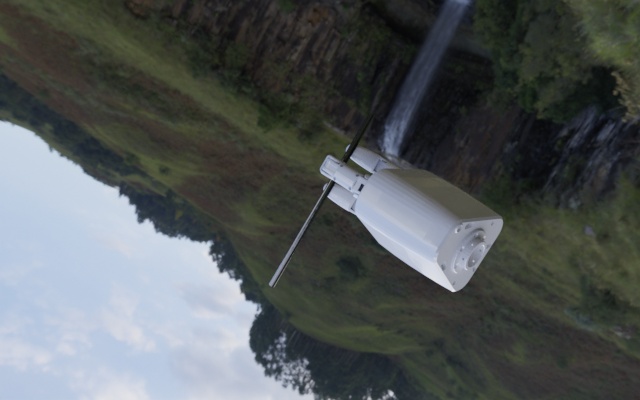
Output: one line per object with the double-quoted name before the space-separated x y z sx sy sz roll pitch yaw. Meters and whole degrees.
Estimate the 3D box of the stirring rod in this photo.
"stirring rod" 0.000 0.002 0.573 0.011 0.239 0.011 30 7 -4
